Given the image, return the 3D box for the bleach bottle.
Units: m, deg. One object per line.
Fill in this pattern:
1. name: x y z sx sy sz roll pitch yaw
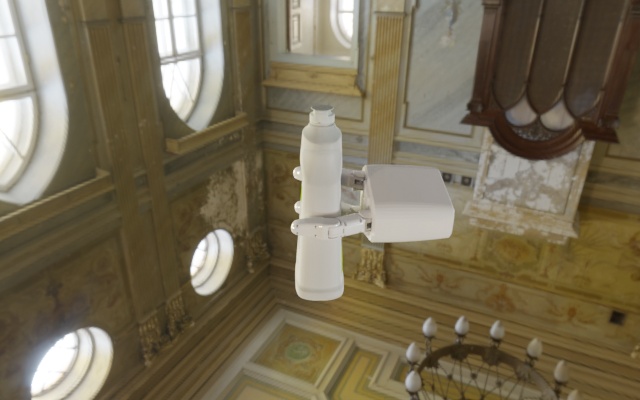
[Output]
1. bleach bottle: 0.000 0.002 0.635 0.068 0.251 0.102 0 26 -3
